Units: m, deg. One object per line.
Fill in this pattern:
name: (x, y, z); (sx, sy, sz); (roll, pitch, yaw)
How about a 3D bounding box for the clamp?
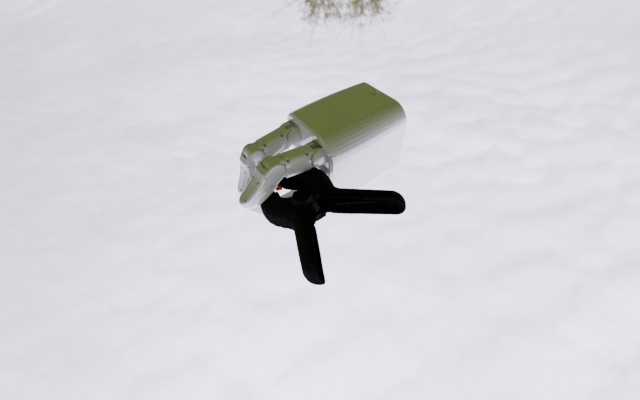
clamp: (0.000, 0.002, 0.486); (0.120, 0.039, 0.171); (-29, 44, -16)
